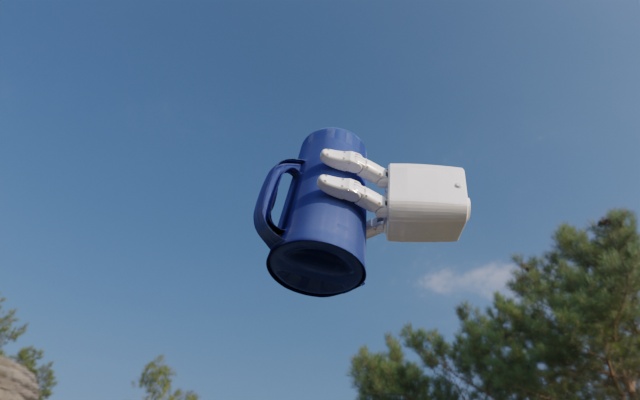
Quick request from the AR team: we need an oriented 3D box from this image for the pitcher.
[{"bbox_3d":[0.000,0.002,0.694,0.145,0.242,0.149,2,-41,8],"label":"pitcher"}]
